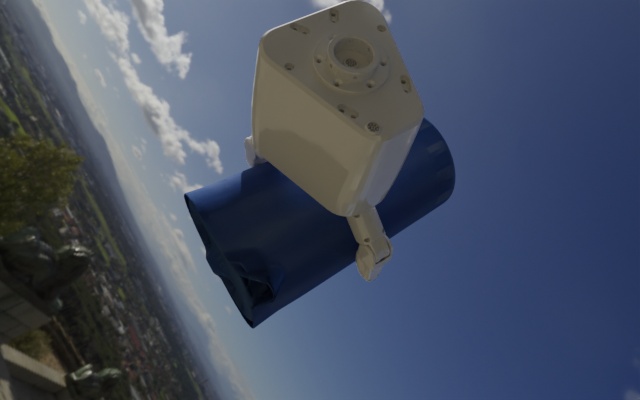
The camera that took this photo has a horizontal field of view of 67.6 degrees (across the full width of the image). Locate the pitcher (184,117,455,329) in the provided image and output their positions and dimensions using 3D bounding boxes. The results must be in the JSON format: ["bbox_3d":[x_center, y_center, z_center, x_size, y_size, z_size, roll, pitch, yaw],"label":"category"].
[{"bbox_3d":[0.000,0.001,0.467,0.243,0.149,0.145,-27,-19,-19],"label":"pitcher"}]
